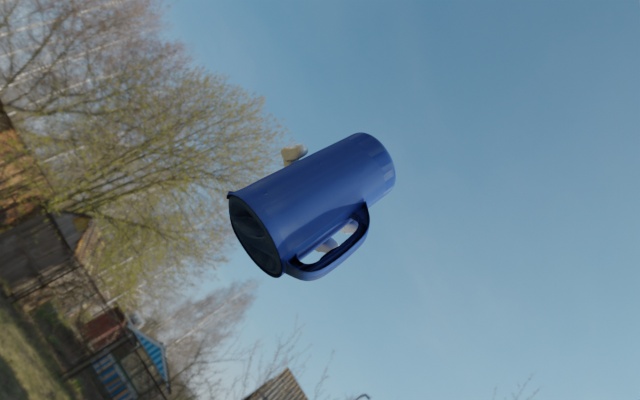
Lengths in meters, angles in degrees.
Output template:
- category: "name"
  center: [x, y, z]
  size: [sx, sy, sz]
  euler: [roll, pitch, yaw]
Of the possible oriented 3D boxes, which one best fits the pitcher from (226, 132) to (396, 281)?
- category: "pitcher"
  center: [0.000, 0.002, 0.696]
  size: [0.242, 0.149, 0.145]
  euler: [-32, 12, -26]
